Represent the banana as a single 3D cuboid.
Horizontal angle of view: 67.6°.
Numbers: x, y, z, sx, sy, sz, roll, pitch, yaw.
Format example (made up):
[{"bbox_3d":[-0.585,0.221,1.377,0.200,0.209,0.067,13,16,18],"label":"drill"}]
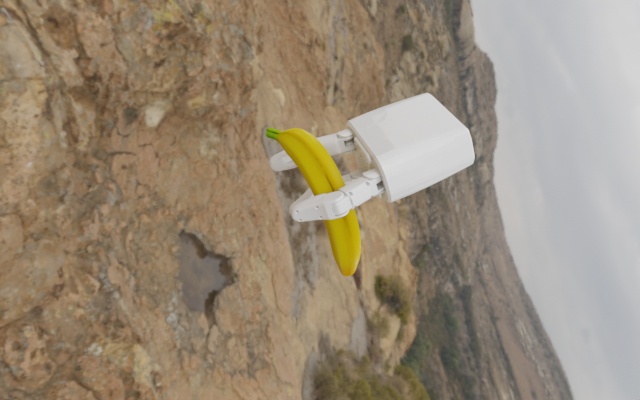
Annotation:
[{"bbox_3d":[0.006,-0.003,0.536,0.037,0.198,0.069,-29,7,-24],"label":"banana"}]
